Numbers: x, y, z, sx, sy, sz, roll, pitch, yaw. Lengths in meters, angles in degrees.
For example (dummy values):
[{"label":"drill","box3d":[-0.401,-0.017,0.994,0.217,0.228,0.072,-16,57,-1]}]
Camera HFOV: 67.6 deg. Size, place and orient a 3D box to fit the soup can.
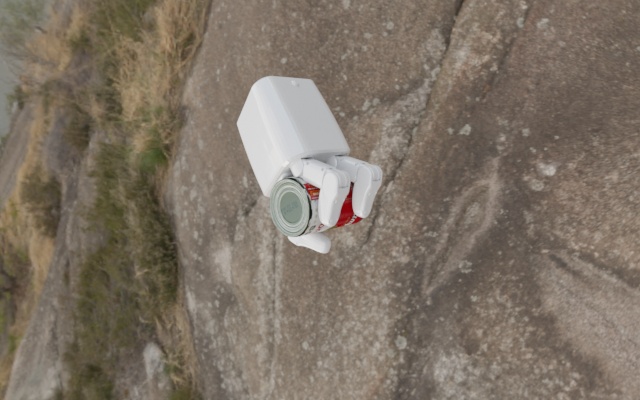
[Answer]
[{"label":"soup can","box3d":[0.000,0.002,0.555,0.068,0.068,0.102,0,7,44]}]
